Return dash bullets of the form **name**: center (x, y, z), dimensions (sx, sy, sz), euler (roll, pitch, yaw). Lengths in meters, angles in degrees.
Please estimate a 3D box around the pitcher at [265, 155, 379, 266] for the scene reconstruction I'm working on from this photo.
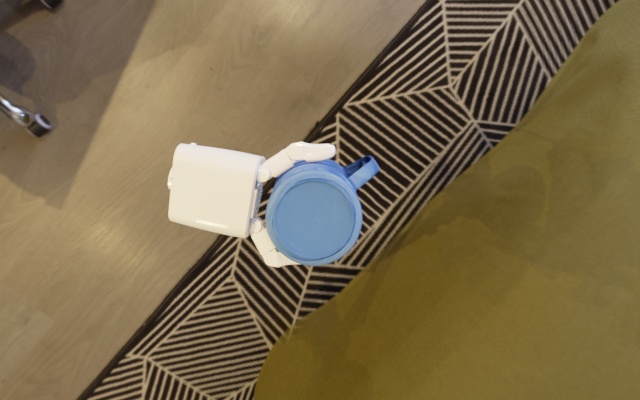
- **pitcher**: center (0.000, 0.002, 0.636), dimensions (0.145, 0.149, 0.243), euler (11, 5, -2)
